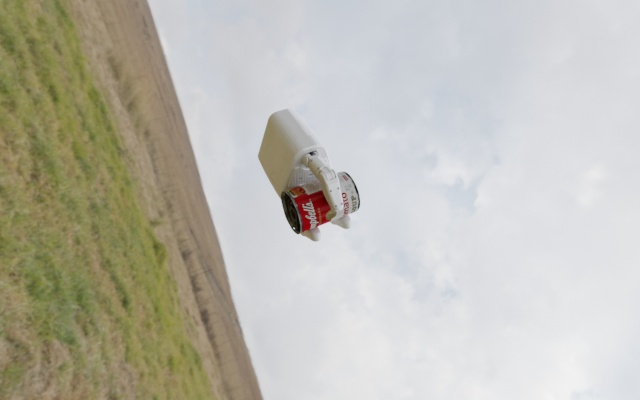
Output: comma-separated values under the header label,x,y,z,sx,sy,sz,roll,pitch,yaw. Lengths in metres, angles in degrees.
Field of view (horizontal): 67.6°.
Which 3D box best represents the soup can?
label,x,y,z,sx,sy,sz,roll,pitch,yaw
soup can,0.001,0.003,0.723,0.102,0.068,0.068,-20,7,-20
